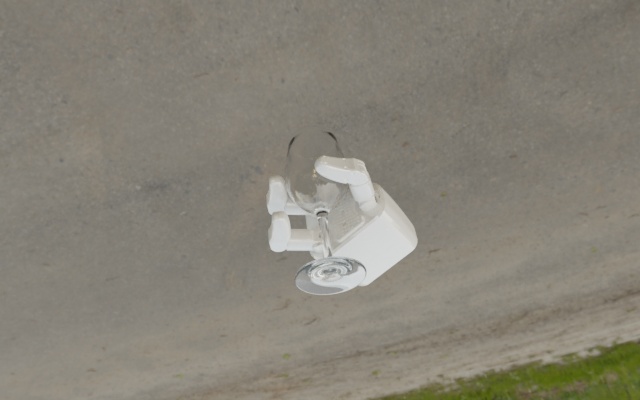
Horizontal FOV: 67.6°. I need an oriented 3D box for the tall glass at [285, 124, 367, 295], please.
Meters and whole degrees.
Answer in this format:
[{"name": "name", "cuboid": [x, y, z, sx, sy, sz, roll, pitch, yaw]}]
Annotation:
[{"name": "tall glass", "cuboid": [0.000, 0.002, 0.548, 0.079, 0.200, 0.079, -5, -38, -4]}]
